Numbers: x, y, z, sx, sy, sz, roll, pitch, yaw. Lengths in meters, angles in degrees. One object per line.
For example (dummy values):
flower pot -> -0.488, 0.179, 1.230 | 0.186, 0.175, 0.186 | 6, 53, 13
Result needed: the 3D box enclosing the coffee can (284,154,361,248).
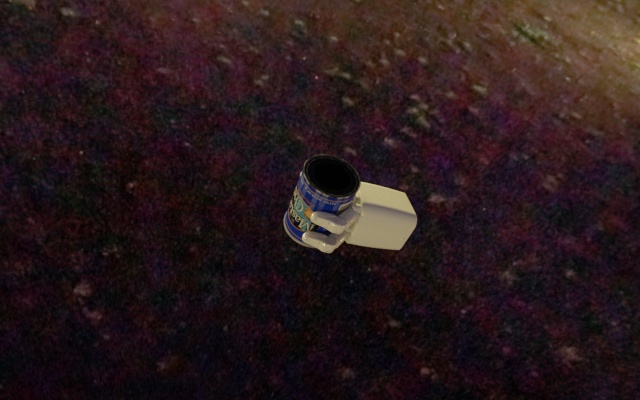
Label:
coffee can -> 0.000, 0.003, 0.855 | 0.103, 0.102, 0.140 | 0, -41, -23
